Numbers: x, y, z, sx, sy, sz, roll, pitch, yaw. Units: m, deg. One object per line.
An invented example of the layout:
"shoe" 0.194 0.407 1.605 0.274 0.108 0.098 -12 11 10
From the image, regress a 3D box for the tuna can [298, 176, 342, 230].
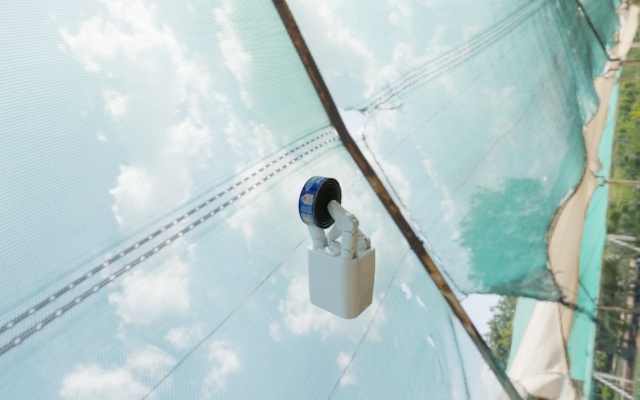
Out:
"tuna can" 0.000 0.002 0.785 0.034 0.086 0.086 11 6 31
